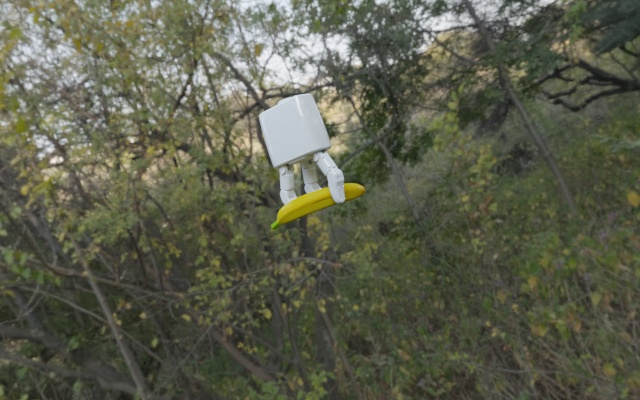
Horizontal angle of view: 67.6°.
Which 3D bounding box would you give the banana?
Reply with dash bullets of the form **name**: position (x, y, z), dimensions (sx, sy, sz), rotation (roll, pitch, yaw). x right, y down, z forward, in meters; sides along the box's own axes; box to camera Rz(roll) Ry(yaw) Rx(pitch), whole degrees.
- **banana**: position (0.001, 0.000, 0.880), dimensions (0.198, 0.037, 0.070), rotation (-20, -7, -16)
